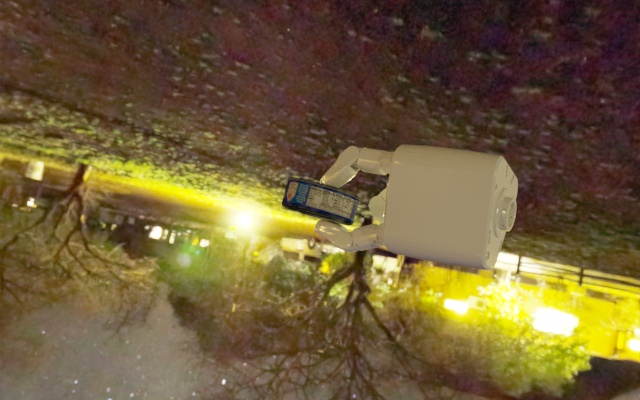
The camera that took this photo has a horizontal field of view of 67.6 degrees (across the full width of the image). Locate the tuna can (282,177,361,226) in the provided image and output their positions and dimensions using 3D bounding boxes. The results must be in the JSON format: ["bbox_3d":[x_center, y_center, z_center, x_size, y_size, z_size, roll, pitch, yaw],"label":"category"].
[{"bbox_3d":[0.000,0.002,0.541,0.086,0.034,0.086,16,-5,1],"label":"tuna can"}]
